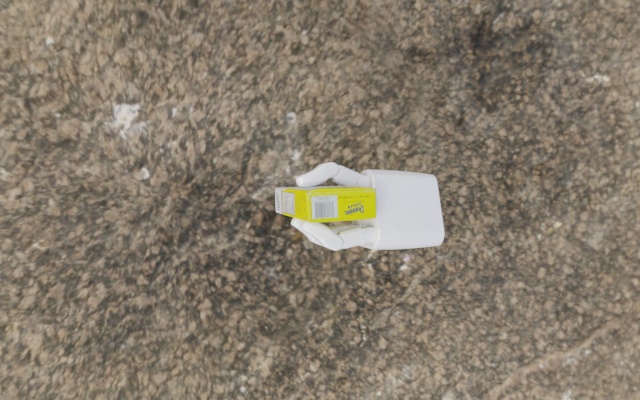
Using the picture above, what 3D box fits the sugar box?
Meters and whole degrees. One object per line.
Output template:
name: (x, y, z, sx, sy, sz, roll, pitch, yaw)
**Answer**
sugar box: (0.000, 0.003, 0.671, 0.093, 0.048, 0.176, -2, 1, -18)
